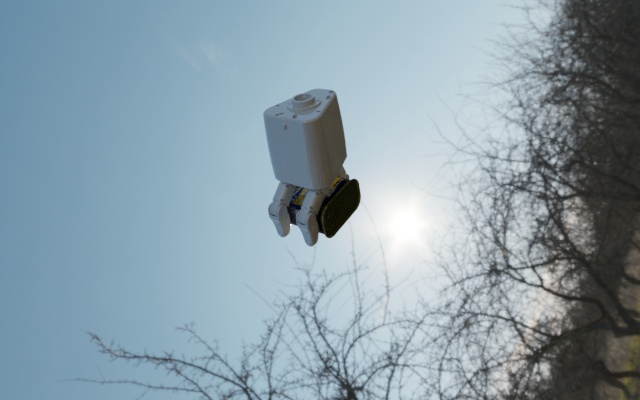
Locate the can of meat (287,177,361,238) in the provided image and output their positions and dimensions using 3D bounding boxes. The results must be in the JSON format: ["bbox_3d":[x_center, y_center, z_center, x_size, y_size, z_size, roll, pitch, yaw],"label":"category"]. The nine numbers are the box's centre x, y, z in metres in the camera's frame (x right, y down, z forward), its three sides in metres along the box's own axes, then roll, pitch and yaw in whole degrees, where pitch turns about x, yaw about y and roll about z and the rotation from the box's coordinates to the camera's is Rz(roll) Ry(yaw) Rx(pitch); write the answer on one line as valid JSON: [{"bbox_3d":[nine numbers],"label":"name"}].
[{"bbox_3d":[0.000,0.002,0.736,0.084,0.057,0.102,15,45,32],"label":"can of meat"}]
